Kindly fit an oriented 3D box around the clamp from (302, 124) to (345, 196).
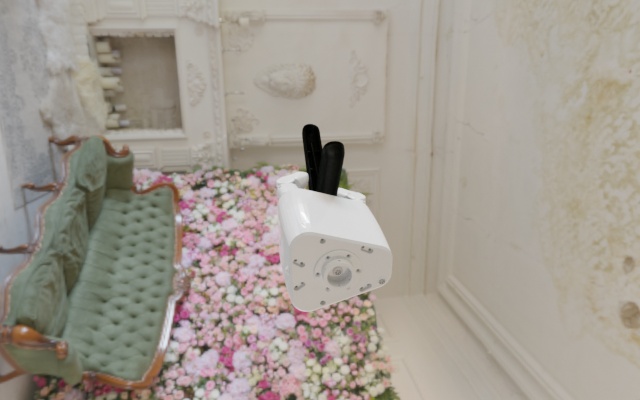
[{"bbox_3d":[0.001,0.003,0.636,0.036,0.210,0.164,-4,24,-10],"label":"clamp"}]
